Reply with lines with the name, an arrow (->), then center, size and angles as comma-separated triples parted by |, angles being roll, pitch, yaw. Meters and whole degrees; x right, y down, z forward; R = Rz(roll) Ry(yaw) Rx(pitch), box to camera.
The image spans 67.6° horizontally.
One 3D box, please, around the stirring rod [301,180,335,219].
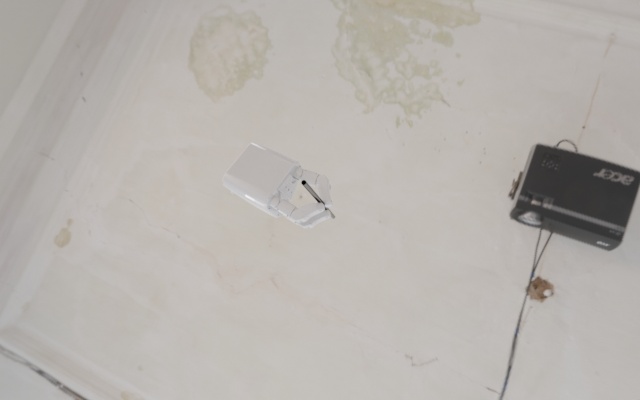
stirring rod -> 0.000, 0.003, 0.845 | 0.011, 0.011, 0.239 | 0, -15, 13
